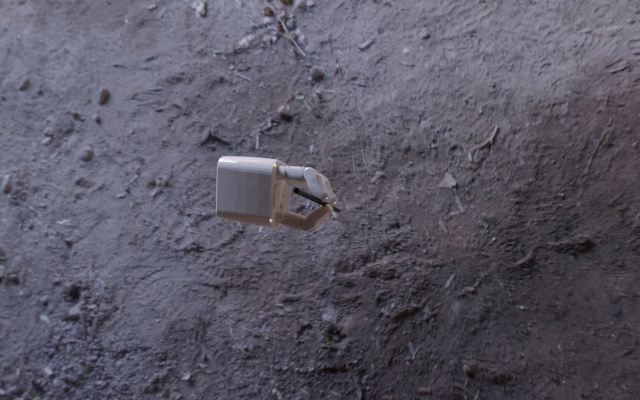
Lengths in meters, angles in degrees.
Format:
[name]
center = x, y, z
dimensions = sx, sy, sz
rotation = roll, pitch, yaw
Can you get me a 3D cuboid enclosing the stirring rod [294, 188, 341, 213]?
[stirring rod]
center = 0.000, 0.003, 0.756
dimensions = 0.011, 0.011, 0.239
rotation = 0, -8, 16
